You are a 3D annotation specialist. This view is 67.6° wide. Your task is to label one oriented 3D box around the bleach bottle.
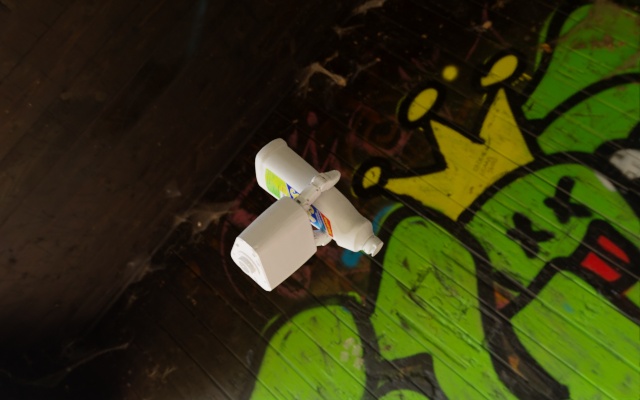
[{"bbox_3d":[0.000,0.003,0.808,0.250,0.068,0.103,37,-30,21],"label":"bleach bottle"}]
